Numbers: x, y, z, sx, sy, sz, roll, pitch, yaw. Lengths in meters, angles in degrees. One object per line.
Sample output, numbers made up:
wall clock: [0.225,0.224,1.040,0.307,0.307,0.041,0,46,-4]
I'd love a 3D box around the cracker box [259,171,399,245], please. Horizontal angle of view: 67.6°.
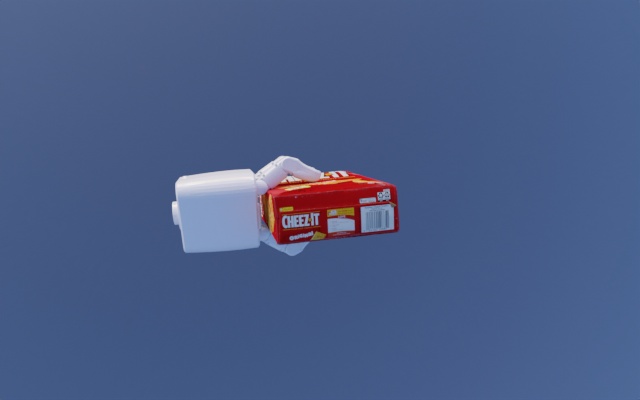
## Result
cracker box: [0.000,0.003,0.702,0.164,0.072,0.213,-6,9,-12]
